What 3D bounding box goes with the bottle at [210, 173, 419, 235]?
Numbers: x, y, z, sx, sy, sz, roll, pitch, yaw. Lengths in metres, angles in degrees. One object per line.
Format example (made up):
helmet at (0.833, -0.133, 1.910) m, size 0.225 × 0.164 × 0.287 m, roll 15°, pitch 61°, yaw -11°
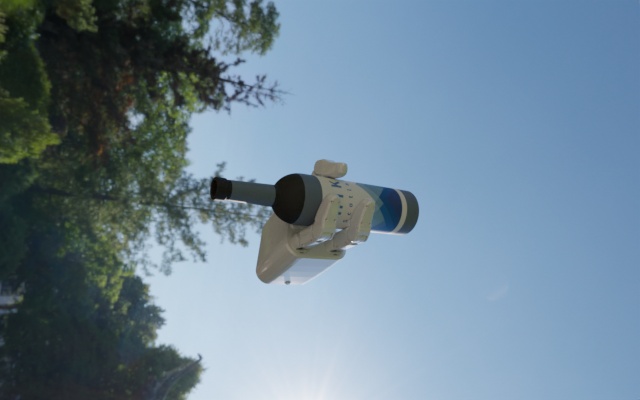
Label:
bottle at (0.000, 0.002, 0.630) m, size 0.296 × 0.069 × 0.069 m, roll 7°, pitch -4°, yaw -32°
